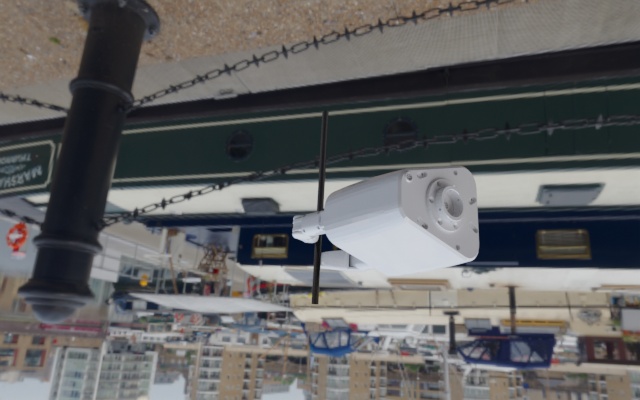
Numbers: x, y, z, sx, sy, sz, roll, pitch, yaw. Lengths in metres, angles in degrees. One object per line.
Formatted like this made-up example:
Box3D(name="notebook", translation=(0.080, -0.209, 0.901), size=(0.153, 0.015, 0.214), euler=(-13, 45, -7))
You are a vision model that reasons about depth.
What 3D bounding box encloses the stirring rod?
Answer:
Box3D(name="stirring rod", translation=(0.000, 0.002, 0.573), size=(0.011, 0.239, 0.011), euler=(3, -17, 1))
